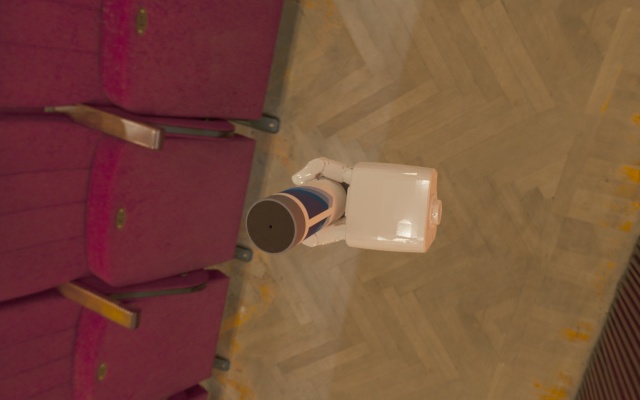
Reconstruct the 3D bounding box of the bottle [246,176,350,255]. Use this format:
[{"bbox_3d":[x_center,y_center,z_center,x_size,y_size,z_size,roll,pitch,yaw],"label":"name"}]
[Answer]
[{"bbox_3d":[0.000,0.002,0.674,0.069,0.069,0.295,0,11,23],"label":"bottle"}]
